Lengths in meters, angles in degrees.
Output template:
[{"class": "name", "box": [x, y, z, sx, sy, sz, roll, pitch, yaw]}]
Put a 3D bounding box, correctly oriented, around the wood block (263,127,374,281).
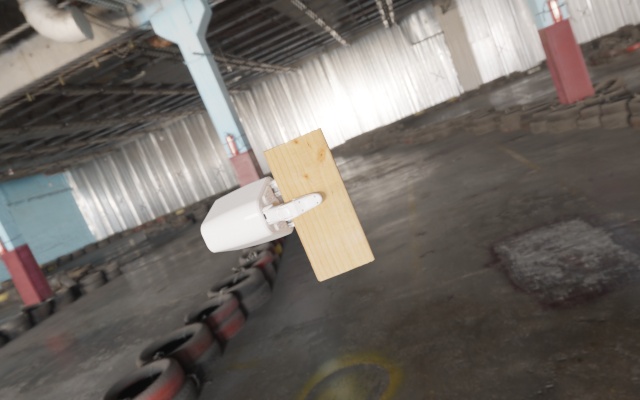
[{"class": "wood block", "box": [0.000, 0.002, 0.721, 0.090, 0.206, 0.091, -22, 8, 5]}]
